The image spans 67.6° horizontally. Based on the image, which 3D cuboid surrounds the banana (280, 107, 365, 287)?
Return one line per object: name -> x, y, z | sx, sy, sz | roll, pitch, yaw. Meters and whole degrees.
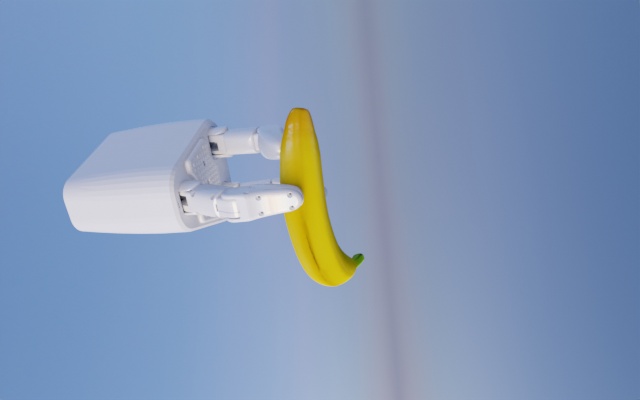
banana -> -0.003, 0.017, 0.409 | 0.037, 0.069, 0.198 | -1, -43, 20
